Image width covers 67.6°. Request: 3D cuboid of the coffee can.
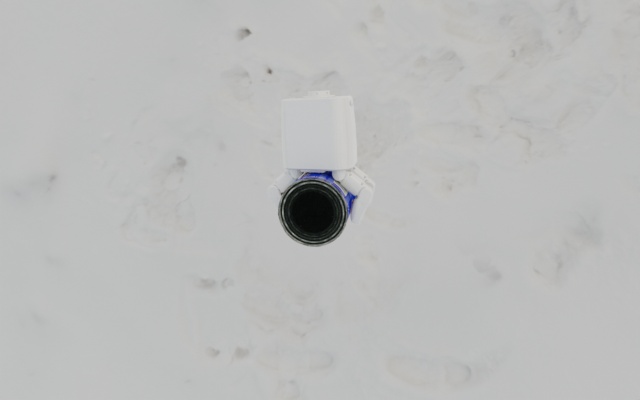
[{"bbox_3d":[0.000,0.003,0.749,0.103,0.103,0.140,0,13,10],"label":"coffee can"}]
